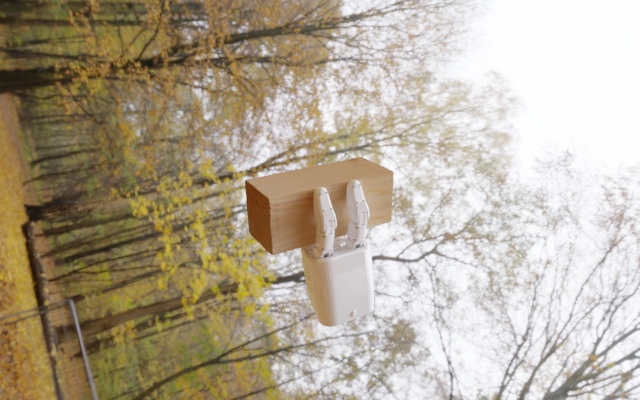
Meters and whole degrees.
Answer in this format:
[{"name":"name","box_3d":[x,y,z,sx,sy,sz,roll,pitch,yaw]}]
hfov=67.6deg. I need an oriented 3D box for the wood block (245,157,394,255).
[{"name":"wood block","box_3d":[0.000,0.003,0.725,0.206,0.090,0.090,-13,25,-27]}]
